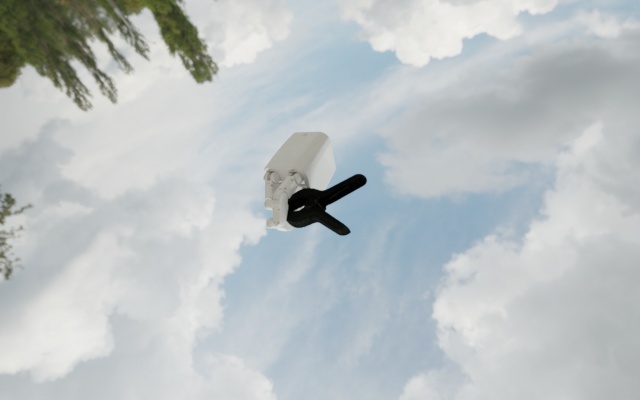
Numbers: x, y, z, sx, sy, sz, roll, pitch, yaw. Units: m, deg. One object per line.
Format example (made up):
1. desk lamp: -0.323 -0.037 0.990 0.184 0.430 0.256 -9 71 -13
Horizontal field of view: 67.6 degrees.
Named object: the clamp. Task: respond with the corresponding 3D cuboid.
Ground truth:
1. clamp: 0.000 0.003 0.819 0.171 0.120 0.039 5 -41 37
